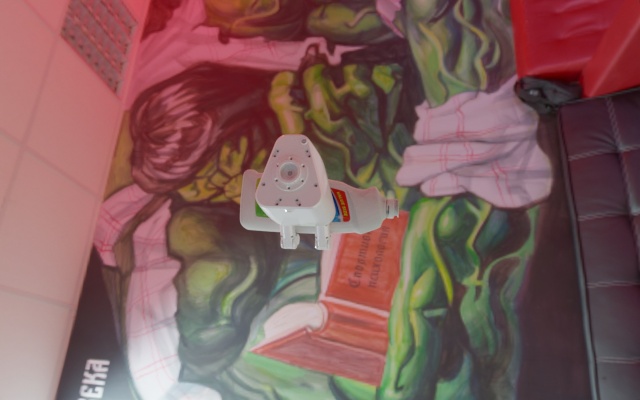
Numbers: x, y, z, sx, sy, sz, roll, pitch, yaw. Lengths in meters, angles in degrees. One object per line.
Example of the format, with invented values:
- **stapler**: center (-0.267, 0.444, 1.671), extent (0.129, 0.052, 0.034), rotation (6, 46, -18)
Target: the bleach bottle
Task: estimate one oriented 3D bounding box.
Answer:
- **bleach bottle**: center (0.000, 0.003, 0.775), extent (0.251, 0.102, 0.068), rotation (1, -13, 9)
